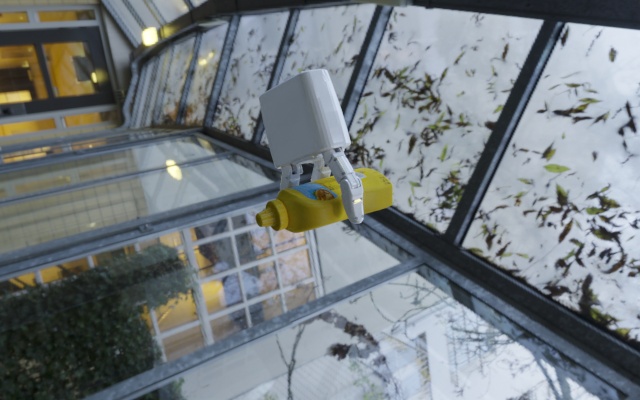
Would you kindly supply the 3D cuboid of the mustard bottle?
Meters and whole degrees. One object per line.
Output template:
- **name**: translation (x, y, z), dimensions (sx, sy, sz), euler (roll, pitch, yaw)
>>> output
- **mustard bottle**: translation (0.000, 0.002, 0.656), dimensions (0.191, 0.058, 0.096), euler (-16, 25, -30)
